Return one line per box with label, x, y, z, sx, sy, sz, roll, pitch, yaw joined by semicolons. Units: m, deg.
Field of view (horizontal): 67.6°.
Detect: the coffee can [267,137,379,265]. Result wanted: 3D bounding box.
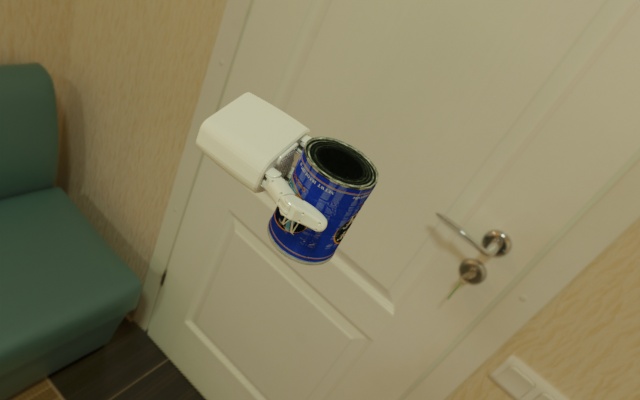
coffee can;0.000;0.002;0.633;0.103;0.140;0.102;19;35;-14
